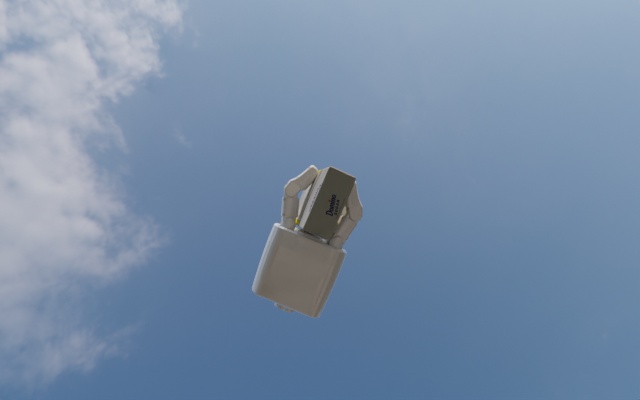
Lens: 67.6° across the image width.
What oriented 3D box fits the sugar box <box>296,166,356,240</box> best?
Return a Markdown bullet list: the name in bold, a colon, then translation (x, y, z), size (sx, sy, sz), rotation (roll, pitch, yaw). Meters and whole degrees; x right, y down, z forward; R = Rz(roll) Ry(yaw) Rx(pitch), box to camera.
- **sugar box**: translation (0.001, 0.003, 0.706), size (0.048, 0.093, 0.176), rotation (24, -1, -10)
